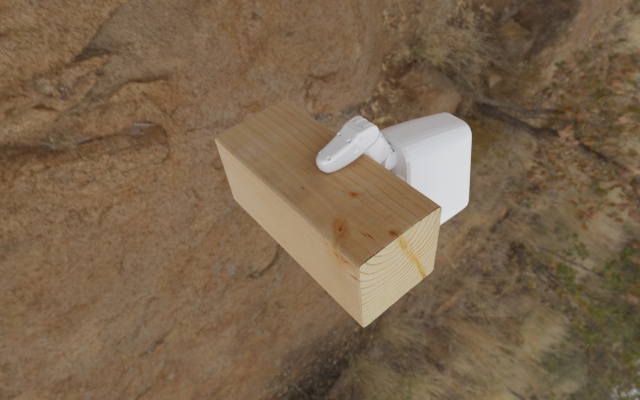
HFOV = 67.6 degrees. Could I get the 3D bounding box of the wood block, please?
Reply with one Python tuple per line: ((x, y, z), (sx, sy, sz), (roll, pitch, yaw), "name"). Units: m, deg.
((0.000, 0.001, 0.443), (0.090, 0.091, 0.206), (-33, 51, -23), "wood block")
